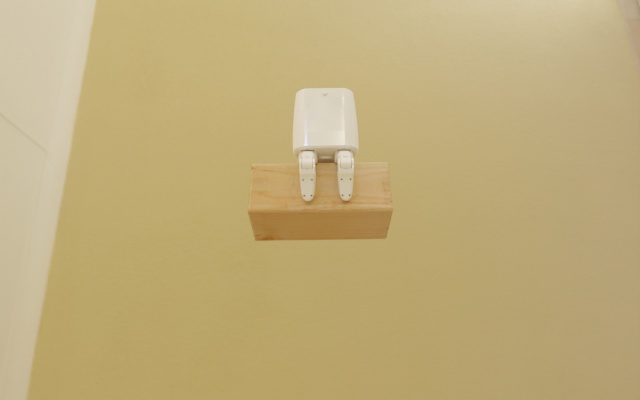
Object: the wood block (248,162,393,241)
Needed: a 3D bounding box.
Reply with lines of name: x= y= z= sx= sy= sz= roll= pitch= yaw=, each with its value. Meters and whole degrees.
wood block: x=0.000 y=0.002 z=0.734 sx=0.206 sy=0.090 sz=0.091 roll=-1 pitch=-32 yaw=0
